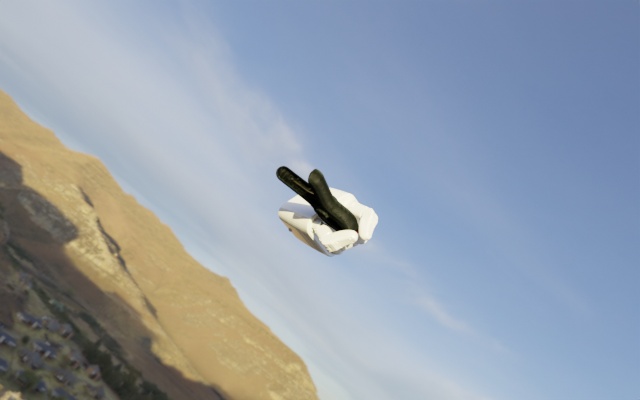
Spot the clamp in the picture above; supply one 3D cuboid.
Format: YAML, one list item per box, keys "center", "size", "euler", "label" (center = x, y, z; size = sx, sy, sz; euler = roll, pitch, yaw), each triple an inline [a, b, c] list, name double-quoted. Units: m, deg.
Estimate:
- center: [0.001, 0.002, 0.776]
  size: [0.120, 0.039, 0.171]
  euler: [27, -21, 52]
  label: "clamp"
